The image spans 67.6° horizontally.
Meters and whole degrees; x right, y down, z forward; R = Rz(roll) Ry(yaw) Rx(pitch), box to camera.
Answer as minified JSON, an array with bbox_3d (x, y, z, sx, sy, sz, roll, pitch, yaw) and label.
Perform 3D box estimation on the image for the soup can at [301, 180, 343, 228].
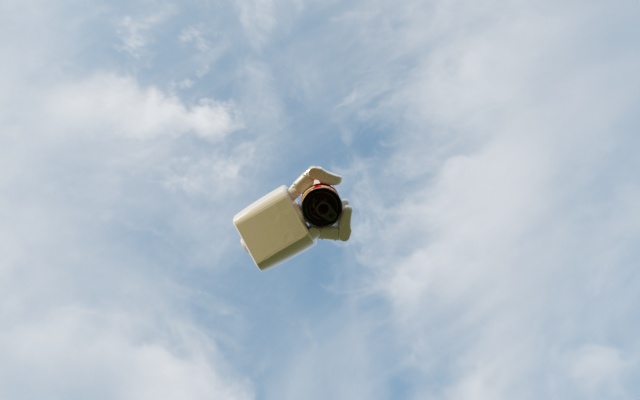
[{"bbox_3d":[0.000,0.002,0.823,0.068,0.068,0.102,0,11,-2],"label":"soup can"}]
